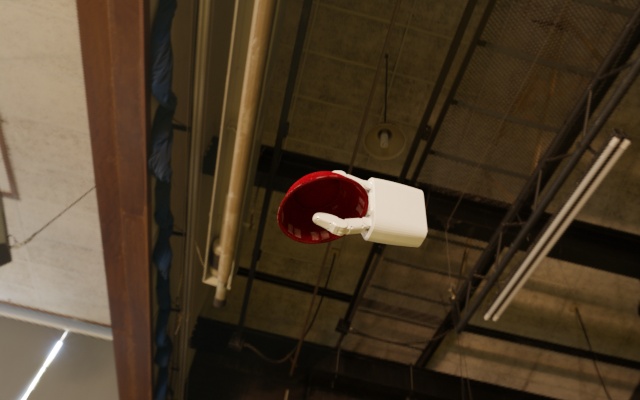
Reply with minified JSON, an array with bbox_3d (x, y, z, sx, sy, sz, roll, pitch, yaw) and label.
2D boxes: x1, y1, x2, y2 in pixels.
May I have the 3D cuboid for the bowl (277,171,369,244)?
[{"bbox_3d":[-0.001,0.002,0.835,0.162,0.162,0.055,0,43,-18],"label":"bowl"}]
